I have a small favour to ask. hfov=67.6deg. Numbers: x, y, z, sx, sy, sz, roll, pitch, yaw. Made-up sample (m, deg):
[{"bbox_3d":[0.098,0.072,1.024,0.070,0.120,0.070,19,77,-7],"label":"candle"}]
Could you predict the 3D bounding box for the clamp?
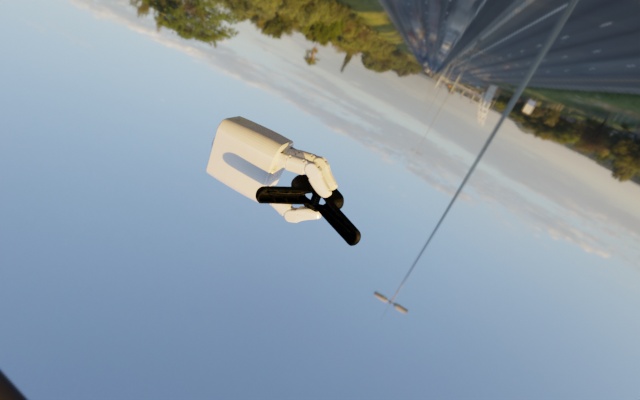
[{"bbox_3d":[0.000,0.003,0.769,0.164,0.036,0.210,28,18,4],"label":"clamp"}]
